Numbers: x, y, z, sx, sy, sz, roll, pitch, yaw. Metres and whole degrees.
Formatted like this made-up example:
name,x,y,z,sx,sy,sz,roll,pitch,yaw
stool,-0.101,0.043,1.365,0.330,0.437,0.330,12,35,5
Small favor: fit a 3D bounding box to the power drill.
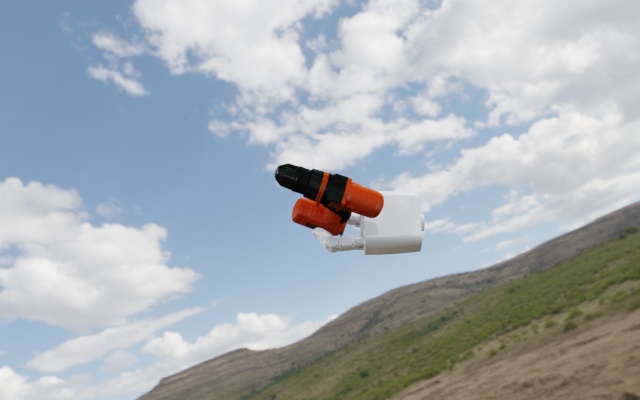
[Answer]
name,x,y,z,sx,sy,sz,roll,pitch,yaw
power drill,0.000,0.003,0.838,0.184,0.057,0.188,20,-18,-6
